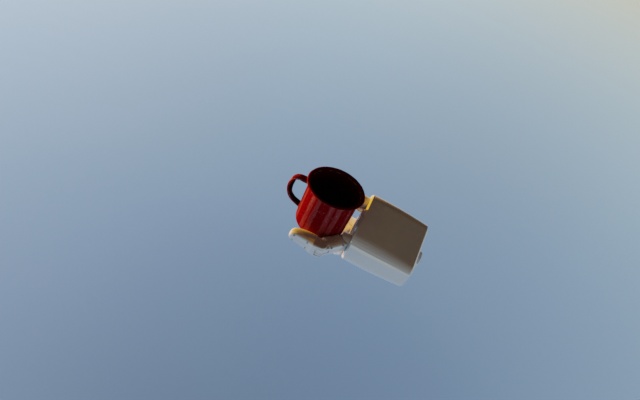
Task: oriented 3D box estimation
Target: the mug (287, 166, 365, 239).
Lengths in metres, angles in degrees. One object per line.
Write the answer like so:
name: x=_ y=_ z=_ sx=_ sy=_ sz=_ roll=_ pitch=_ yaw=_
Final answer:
mug: x=-0.001 y=0.002 z=0.739 sx=0.117 sy=0.081 sz=0.093 roll=28 pitch=40 yaw=2
